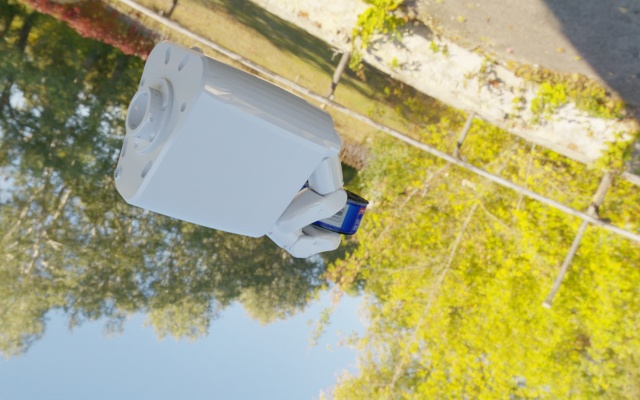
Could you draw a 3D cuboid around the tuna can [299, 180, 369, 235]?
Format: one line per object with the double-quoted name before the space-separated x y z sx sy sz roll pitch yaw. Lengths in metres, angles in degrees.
"tuna can" 0.000 0.002 0.450 0.086 0.034 0.086 21 7 -3
